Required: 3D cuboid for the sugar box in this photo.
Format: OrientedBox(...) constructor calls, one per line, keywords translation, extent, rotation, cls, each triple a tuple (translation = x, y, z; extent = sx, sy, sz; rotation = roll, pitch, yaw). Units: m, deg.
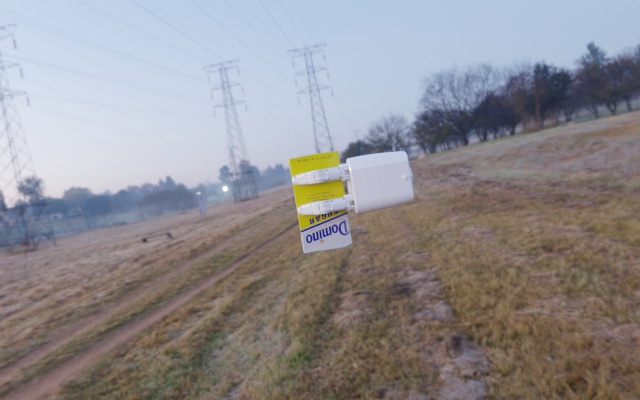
OrientedBox(translation=(0.000, 0.003, 0.877), extent=(0.093, 0.176, 0.048), rotation=(-10, 2, -2), cls="sugar box")
